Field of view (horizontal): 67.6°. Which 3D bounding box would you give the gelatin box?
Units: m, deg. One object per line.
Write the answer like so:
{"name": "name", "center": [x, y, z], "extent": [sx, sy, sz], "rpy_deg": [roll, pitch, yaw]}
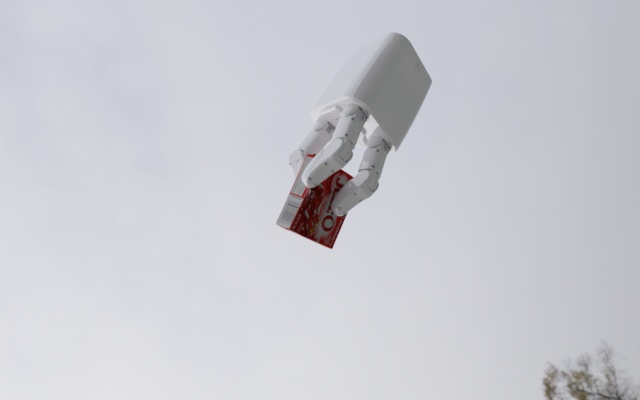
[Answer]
{"name": "gelatin box", "center": [0.000, 0.002, 0.542], "extent": [0.073, 0.089, 0.030], "rpy_deg": [29, -6, -43]}
